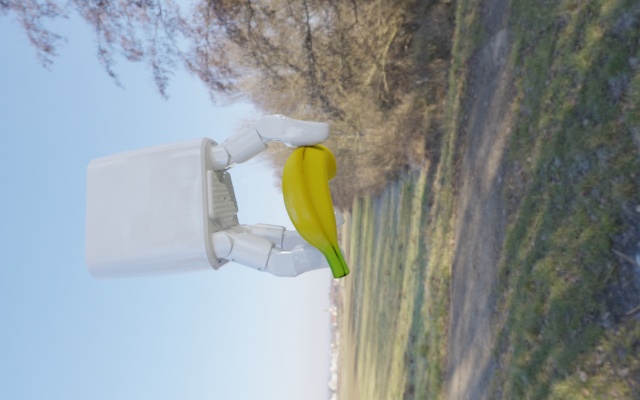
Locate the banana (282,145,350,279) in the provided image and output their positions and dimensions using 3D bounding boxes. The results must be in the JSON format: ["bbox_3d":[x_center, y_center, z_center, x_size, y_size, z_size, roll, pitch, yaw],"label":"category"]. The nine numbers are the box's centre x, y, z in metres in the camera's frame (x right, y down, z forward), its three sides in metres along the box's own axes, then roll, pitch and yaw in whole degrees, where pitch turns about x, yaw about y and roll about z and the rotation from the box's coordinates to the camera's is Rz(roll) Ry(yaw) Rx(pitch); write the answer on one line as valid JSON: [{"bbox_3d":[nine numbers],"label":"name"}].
[{"bbox_3d":[-0.006,-0.013,0.404,0.037,0.070,0.197,-17,25,9],"label":"banana"}]
